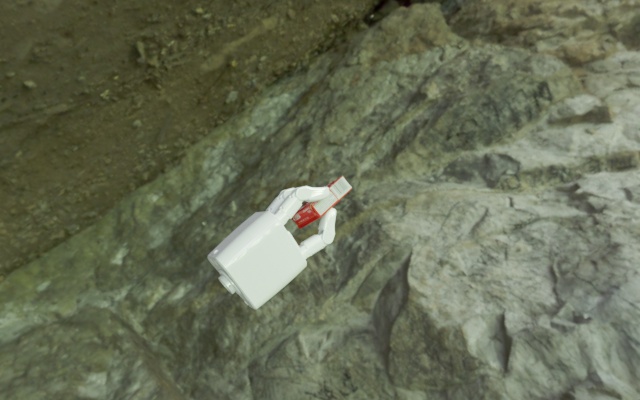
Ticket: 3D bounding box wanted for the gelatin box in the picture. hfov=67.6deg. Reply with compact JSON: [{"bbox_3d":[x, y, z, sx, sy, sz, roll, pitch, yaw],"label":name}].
[{"bbox_3d":[0.001,0.003,0.792,0.089,0.030,0.073,-42,6,-33],"label":"gelatin box"}]
